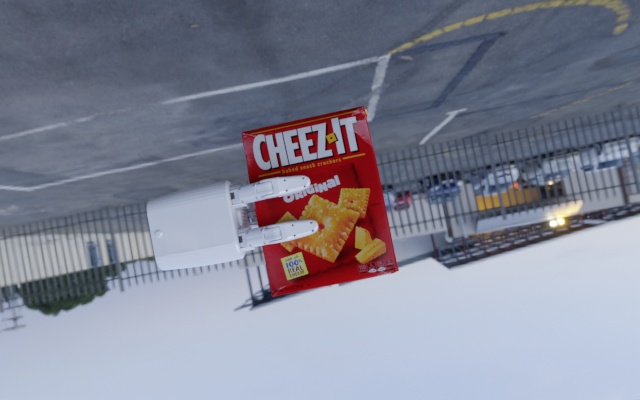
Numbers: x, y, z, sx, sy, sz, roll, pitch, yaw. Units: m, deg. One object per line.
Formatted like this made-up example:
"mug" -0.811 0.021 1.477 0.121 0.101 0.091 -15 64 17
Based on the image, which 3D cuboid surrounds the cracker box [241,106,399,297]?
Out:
"cracker box" 0.000 0.002 0.618 0.164 0.213 0.072 -11 -3 5
